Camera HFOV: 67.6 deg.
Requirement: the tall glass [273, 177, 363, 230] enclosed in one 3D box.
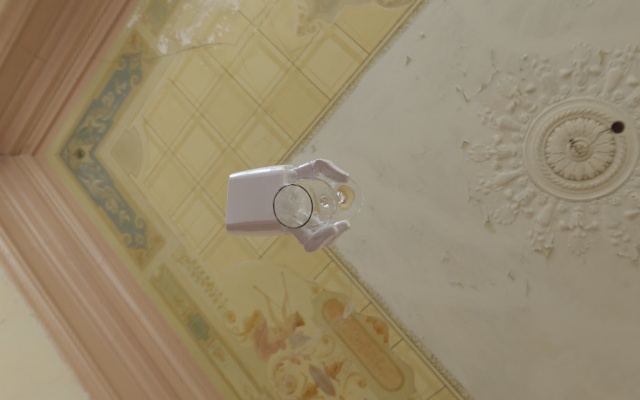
[{"bbox_3d":[0.001,0.002,0.746,0.079,0.079,0.201,0,3,23],"label":"tall glass"}]
